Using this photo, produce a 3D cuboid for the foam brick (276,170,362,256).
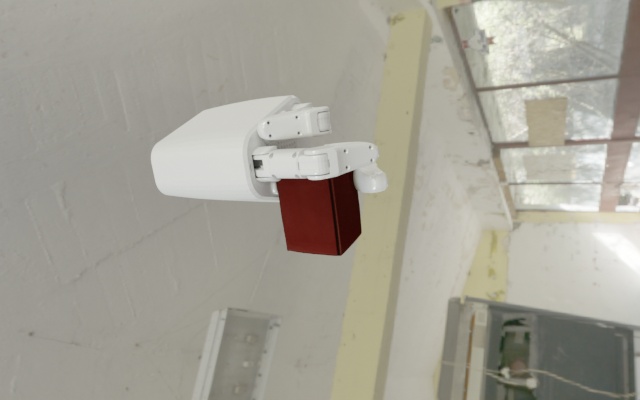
[{"bbox_3d":[0.000,0.002,0.410,0.051,0.078,0.053,0,15,26],"label":"foam brick"}]
